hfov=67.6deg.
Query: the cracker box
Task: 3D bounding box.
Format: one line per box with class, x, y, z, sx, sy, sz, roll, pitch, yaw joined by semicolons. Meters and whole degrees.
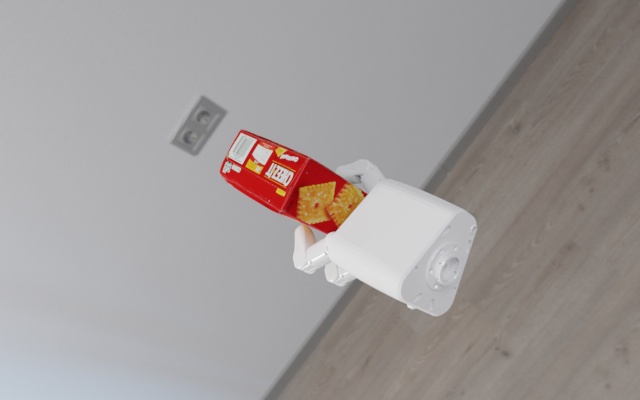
cracker box;0.000;0.002;0.600;0.214;0.072;0.164;30;-2;-40
